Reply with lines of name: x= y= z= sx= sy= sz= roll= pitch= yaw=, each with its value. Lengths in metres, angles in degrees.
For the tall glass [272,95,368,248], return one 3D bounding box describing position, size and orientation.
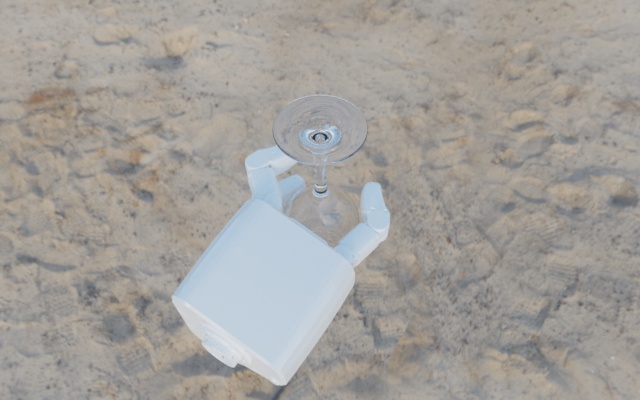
tall glass: x=0.000 y=0.001 z=0.450 sx=0.079 sy=0.079 sz=0.201 roll=0 pitch=-35 yaw=1
